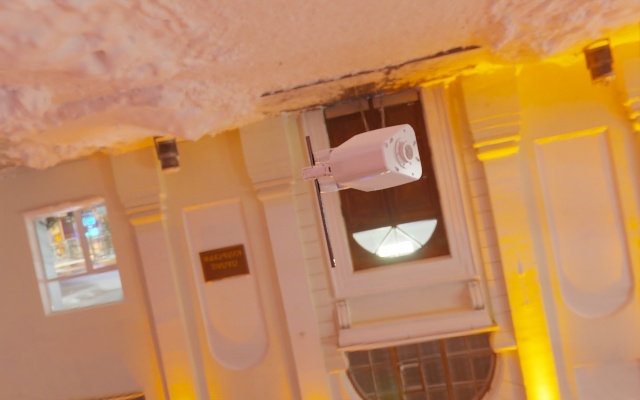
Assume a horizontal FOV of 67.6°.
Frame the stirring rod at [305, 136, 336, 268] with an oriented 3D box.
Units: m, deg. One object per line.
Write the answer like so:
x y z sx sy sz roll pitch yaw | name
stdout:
0.000 0.003 0.858 0.011 0.239 0.011 -11 2 0 | stirring rod
